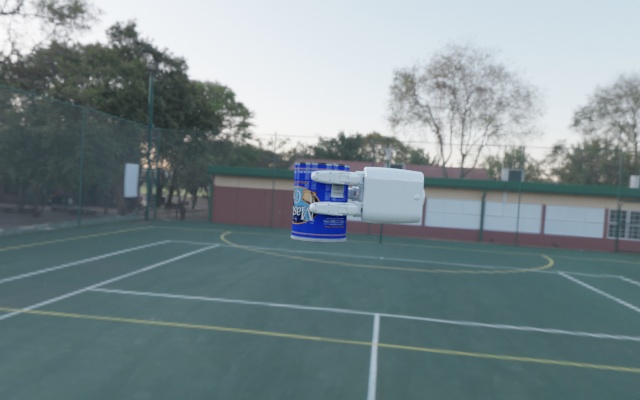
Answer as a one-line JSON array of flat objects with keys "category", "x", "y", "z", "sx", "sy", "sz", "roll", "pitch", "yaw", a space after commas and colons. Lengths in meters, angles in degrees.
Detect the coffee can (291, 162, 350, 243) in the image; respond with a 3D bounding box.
[{"category": "coffee can", "x": 0.000, "y": 0.003, "z": 0.883, "sx": 0.103, "sy": 0.140, "sz": 0.103, "roll": 3, "pitch": 1, "yaw": 0}]
